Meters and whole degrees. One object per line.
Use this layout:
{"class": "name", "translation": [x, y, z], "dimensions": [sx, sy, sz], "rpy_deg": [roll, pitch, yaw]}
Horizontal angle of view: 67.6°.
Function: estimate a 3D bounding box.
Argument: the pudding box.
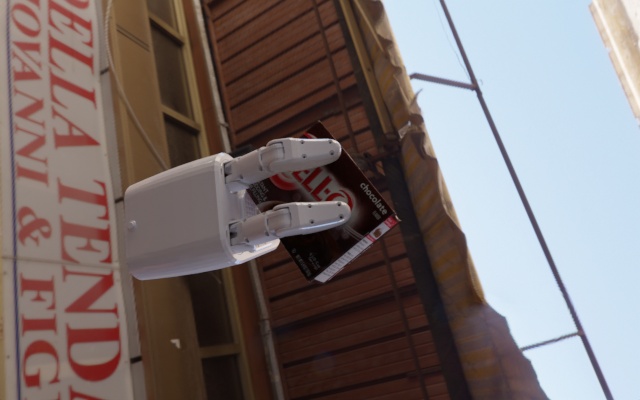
{"class": "pudding box", "translation": [0.000, 0.001, 0.411], "dimensions": [0.090, 0.113, 0.039], "rpy_deg": [-41, -23, 8]}
